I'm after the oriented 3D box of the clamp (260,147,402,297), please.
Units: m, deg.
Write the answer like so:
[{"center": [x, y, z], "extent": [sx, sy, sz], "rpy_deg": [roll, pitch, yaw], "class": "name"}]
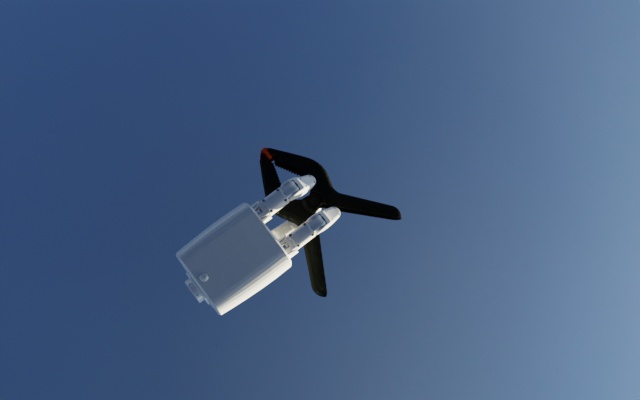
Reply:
[{"center": [-0.001, 0.002, 0.659], "extent": [0.164, 0.210, 0.036], "rpy_deg": [-36, -6, -17], "class": "clamp"}]
